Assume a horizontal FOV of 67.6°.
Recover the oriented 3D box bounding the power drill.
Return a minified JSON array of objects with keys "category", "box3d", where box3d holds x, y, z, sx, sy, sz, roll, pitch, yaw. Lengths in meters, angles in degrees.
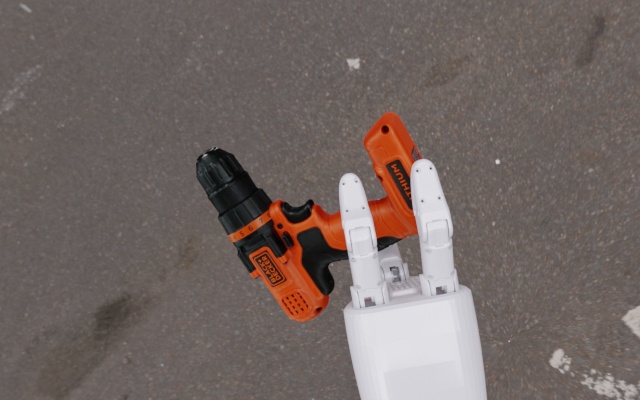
[{"category":"power drill","box3d":[0.001,0.001,0.420,0.188,0.184,0.057,-29,12,23]}]
